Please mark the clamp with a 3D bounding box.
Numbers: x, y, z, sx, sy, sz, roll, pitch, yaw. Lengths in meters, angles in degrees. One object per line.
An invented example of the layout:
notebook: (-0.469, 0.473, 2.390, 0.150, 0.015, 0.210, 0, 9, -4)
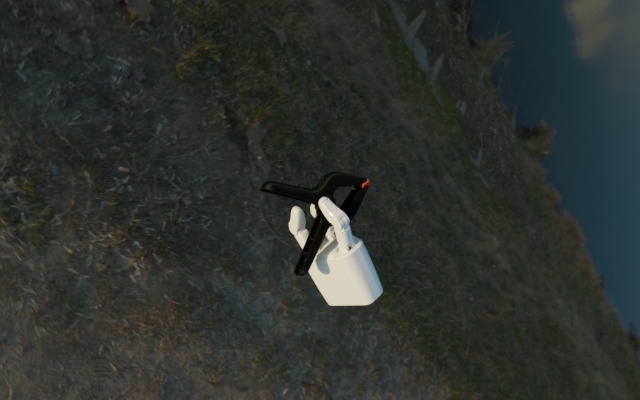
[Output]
clamp: (0.001, 0.003, 0.805, 0.210, 0.165, 0.036, -38, 22, -31)
